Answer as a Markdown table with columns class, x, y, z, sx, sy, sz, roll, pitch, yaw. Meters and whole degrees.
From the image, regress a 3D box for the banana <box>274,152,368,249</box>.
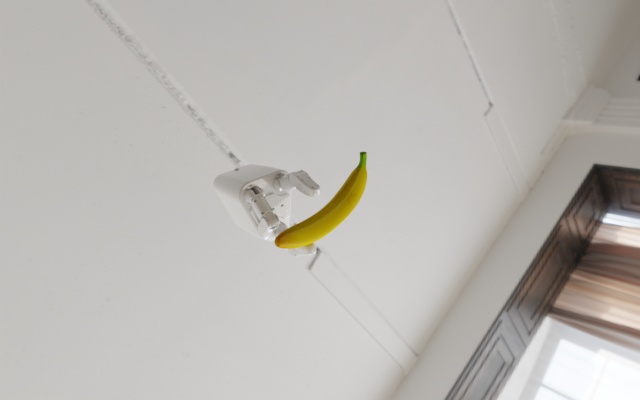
| class | x | y | z | sx | sy | sz | roll | pitch | yaw |
| --- | --- | --- | --- | --- | --- | --- | --- | --- | --- |
| banana | 0.011 | 0.013 | 0.717 | 0.197 | 0.070 | 0.037 | -47 | 35 | -19 |
